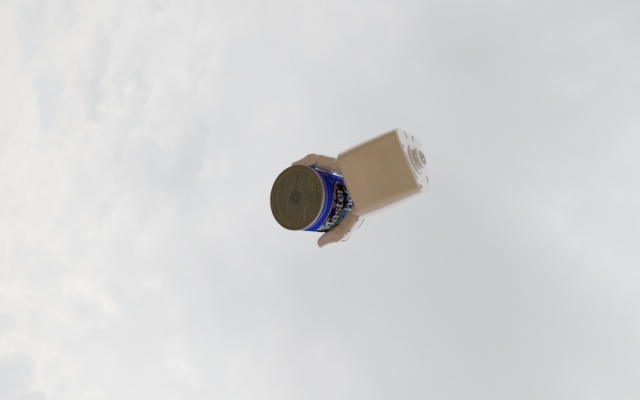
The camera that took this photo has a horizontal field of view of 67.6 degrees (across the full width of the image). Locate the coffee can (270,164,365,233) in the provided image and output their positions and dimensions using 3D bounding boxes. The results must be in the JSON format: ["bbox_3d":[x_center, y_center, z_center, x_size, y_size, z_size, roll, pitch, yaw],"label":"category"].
[{"bbox_3d":[0.000,0.003,0.788,0.103,0.103,0.140,0,-6,35],"label":"coffee can"}]
